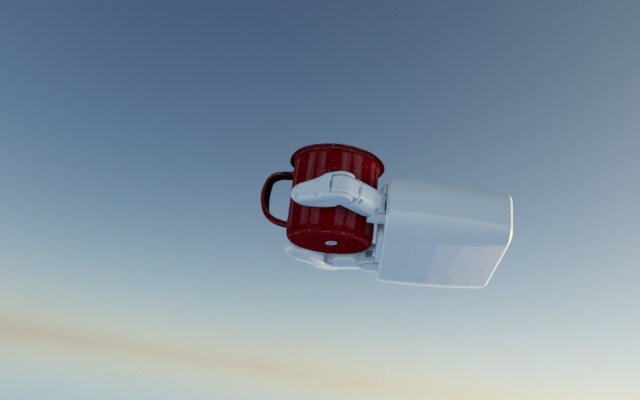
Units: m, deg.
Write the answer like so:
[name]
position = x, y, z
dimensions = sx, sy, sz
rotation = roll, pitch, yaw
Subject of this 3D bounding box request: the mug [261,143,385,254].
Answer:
[mug]
position = -0.001, 0.002, 0.457
dimensions = 0.117, 0.081, 0.093
rotation = 5, -20, 4
